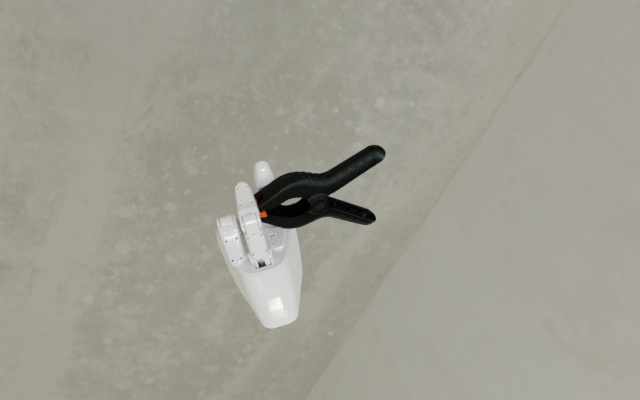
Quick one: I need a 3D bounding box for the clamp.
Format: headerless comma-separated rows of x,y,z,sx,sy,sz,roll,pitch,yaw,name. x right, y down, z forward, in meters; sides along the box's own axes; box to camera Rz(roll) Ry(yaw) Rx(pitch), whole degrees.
0.000,0.002,0.582,0.171,0.120,0.039,-15,38,-6,clamp
